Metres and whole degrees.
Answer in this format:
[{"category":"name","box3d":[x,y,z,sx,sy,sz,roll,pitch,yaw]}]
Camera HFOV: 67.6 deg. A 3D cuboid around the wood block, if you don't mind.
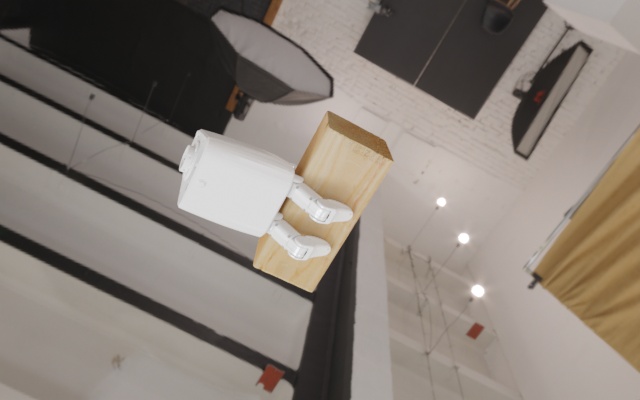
[{"category":"wood block","box3d":[0.000,0.002,0.621,0.090,0.206,0.090,26,22,-11]}]
